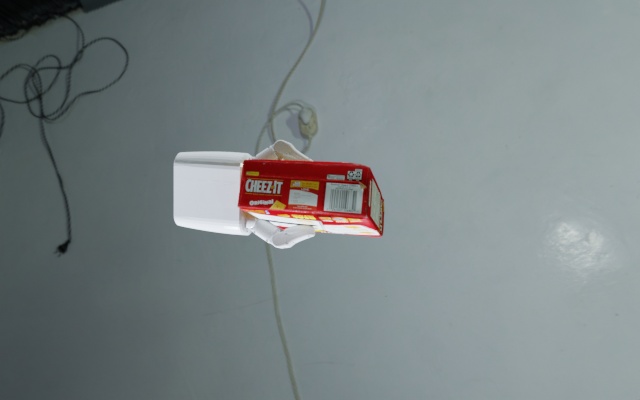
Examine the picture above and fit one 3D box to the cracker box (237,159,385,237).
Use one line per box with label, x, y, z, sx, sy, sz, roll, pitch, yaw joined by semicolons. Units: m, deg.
cracker box;0.000;0.002;0.673;0.164;0.072;0.214;4;-9;13
